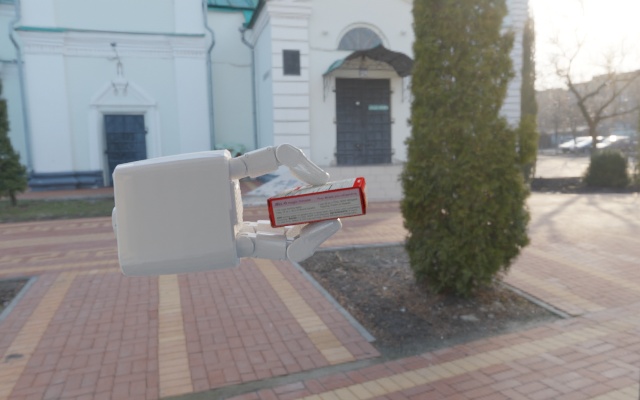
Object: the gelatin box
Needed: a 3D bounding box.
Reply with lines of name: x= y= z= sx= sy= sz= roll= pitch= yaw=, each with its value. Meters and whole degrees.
gelatin box: x=0.000 y=0.001 z=0.461 sx=0.089 sy=0.030 sz=0.073 roll=-9 pitch=7 yaw=9
